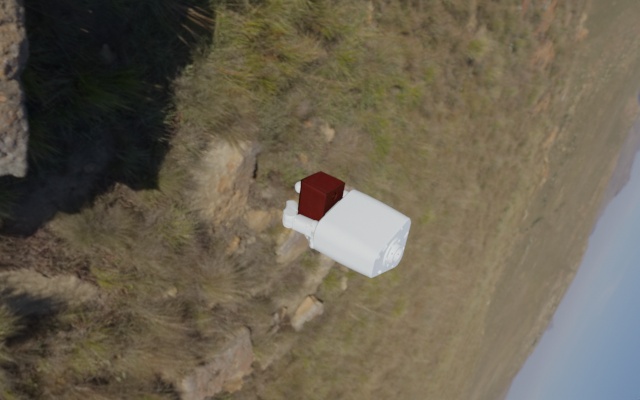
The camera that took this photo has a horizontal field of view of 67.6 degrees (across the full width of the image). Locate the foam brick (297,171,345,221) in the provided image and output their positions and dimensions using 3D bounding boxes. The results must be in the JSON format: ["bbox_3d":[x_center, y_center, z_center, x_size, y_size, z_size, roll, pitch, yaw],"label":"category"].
[{"bbox_3d":[0.000,0.002,0.752,0.051,0.078,0.053,27,36,29],"label":"foam brick"}]
